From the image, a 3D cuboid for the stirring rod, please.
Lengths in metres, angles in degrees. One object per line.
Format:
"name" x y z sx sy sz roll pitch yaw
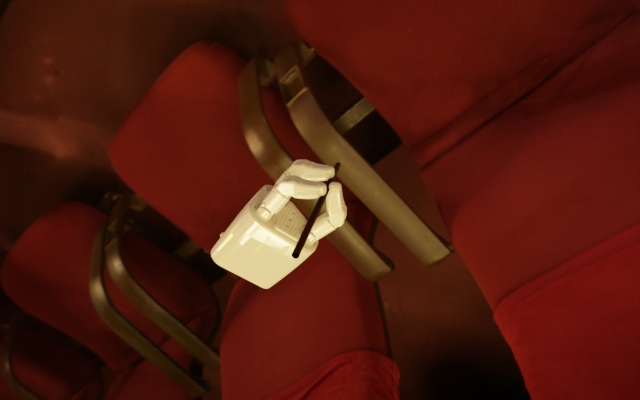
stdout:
"stirring rod" 0.000 0.002 0.585 0.011 0.011 0.239 0 26 14
